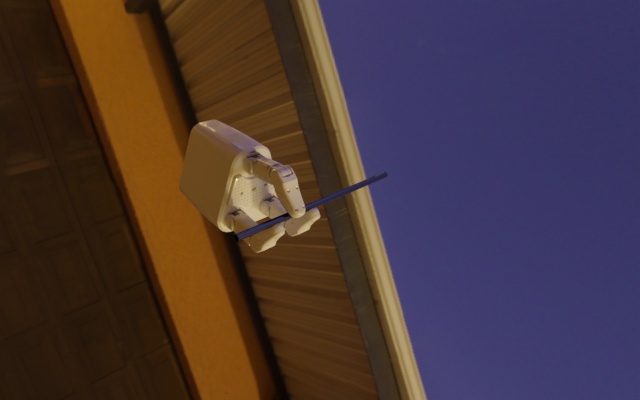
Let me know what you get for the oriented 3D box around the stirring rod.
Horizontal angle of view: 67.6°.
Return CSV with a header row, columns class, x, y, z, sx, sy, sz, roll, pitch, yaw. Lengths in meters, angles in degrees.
class,x,y,z,sx,sy,sz,roll,pitch,yaw
stirring rod,0.000,0.002,0.570,0.239,0.011,0.011,-23,15,-38
